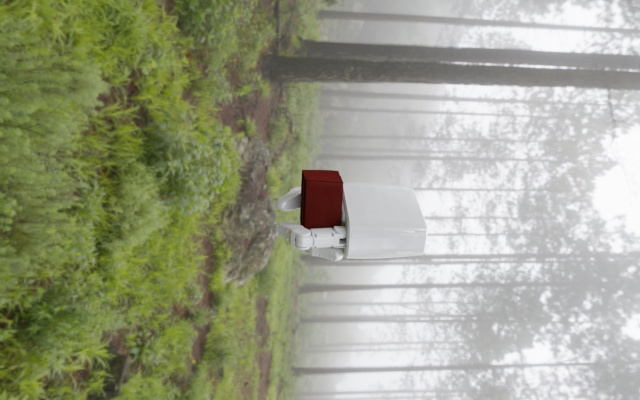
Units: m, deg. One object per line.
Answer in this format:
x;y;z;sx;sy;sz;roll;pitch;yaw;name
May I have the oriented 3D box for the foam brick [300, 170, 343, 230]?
0.000;0.002;0.636;0.051;0.078;0.053;1;21;-5;foam brick
